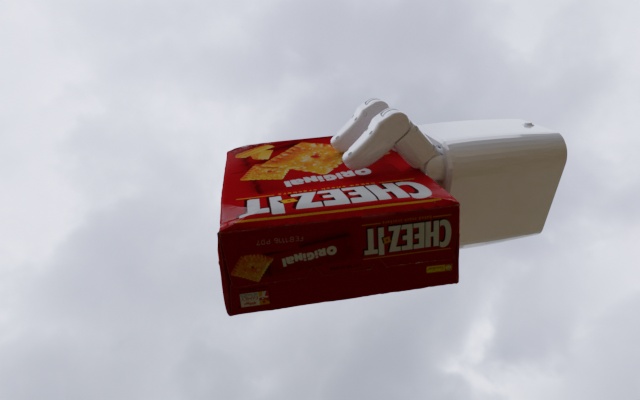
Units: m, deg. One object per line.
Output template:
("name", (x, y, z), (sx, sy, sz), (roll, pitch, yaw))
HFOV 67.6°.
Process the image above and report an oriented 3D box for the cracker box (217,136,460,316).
("cracker box", (0.000, 0.001, 0.411), (0.164, 0.072, 0.213), (-7, 21, -7))
